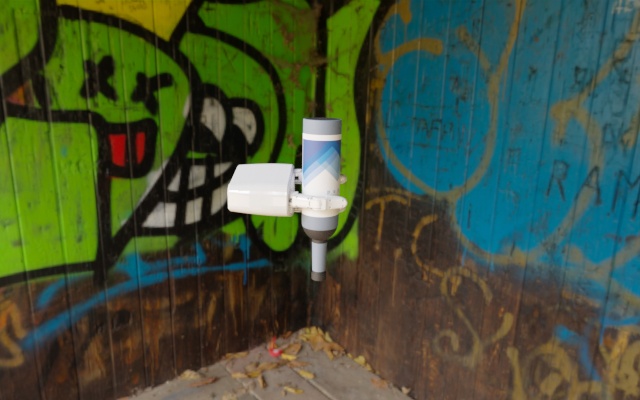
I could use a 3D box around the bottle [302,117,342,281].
[{"bbox_3d":[0.000,0.003,0.855,0.069,0.296,0.069,1,14,0],"label":"bottle"}]
